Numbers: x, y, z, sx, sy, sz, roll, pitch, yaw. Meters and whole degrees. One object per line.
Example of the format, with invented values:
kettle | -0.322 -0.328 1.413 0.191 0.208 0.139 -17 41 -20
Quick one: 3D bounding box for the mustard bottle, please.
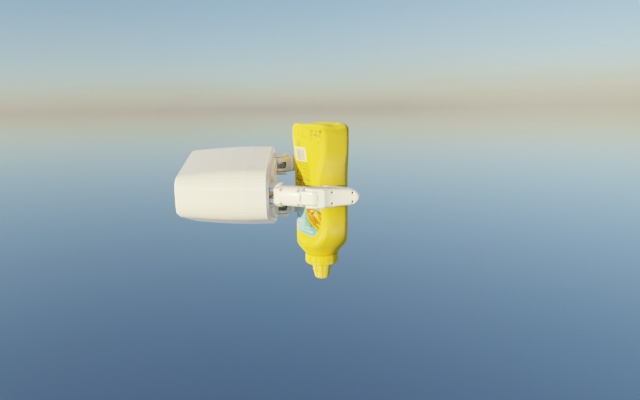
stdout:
mustard bottle | 0.000 0.002 0.585 0.058 0.192 0.096 -6 12 -24
